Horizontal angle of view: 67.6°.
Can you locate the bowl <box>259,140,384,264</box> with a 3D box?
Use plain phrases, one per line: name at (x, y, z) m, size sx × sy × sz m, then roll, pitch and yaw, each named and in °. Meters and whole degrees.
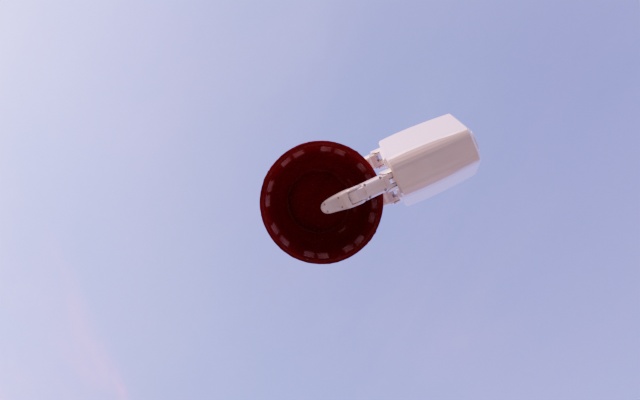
bowl at (-0.001, 0.002, 0.644) m, size 0.162 × 0.162 × 0.055 m, roll 0°, pitch 2°, yaw -5°
